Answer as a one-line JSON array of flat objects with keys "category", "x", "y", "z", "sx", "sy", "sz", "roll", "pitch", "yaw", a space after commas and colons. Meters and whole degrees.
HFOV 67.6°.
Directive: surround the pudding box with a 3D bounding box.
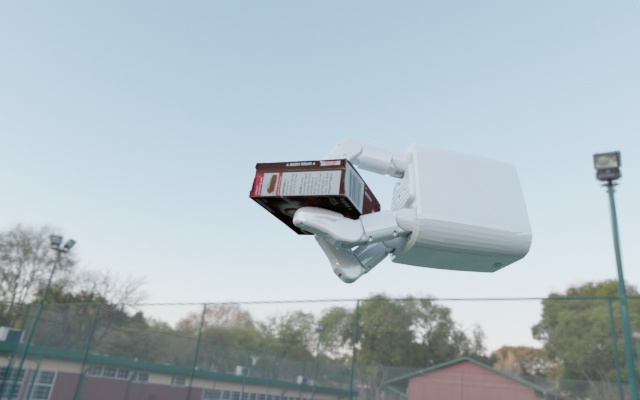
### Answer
[{"category": "pudding box", "x": 0.000, "y": 0.001, "z": 0.448, "sx": 0.090, "sy": 0.039, "sz": 0.113, "roll": -2, "pitch": -24, "yaw": 22}]
